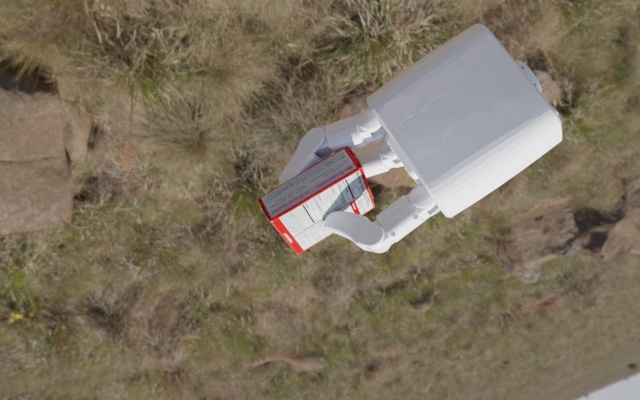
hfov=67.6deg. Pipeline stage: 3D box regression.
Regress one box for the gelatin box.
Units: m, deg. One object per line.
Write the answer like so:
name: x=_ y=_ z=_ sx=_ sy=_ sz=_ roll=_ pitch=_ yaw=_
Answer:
gelatin box: x=0.000 y=0.002 z=0.418 sx=0.089 sy=0.030 sz=0.073 roll=-32 pitch=-32 yaw=-1
